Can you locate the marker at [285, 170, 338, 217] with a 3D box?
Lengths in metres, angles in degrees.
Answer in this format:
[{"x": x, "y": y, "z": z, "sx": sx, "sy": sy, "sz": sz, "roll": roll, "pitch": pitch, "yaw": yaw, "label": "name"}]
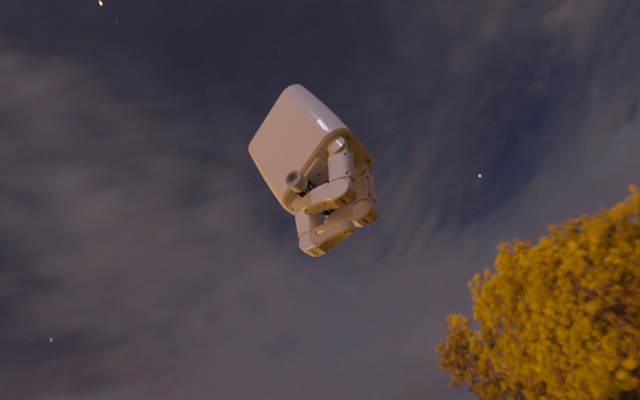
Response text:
[{"x": 0.000, "y": 0.002, "z": 0.522, "sx": 0.020, "sy": 0.020, "sz": 0.121, "roll": 0, "pitch": -24, "yaw": 30, "label": "marker"}]
